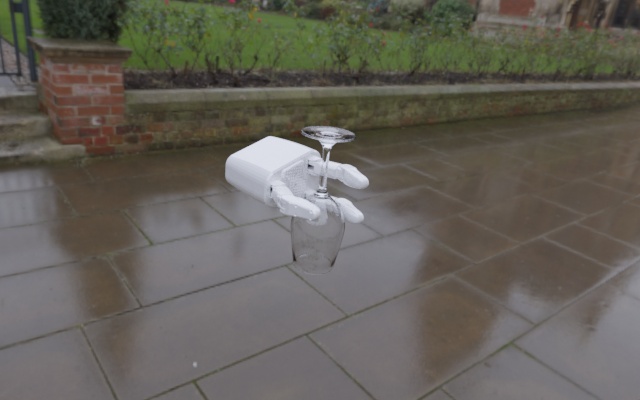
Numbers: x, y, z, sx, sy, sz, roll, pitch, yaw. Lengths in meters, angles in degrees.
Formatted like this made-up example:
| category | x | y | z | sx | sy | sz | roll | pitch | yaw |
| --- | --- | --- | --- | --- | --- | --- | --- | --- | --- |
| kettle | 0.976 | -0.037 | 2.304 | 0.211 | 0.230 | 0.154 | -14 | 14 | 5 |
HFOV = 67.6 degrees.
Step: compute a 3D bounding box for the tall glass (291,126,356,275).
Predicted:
| category | x | y | z | sx | sy | sz | roll | pitch | yaw |
| --- | --- | --- | --- | --- | --- | --- | --- | --- | --- |
| tall glass | 0.000 | 0.002 | 0.670 | 0.079 | 0.201 | 0.079 | 6 | 22 | -2 |
